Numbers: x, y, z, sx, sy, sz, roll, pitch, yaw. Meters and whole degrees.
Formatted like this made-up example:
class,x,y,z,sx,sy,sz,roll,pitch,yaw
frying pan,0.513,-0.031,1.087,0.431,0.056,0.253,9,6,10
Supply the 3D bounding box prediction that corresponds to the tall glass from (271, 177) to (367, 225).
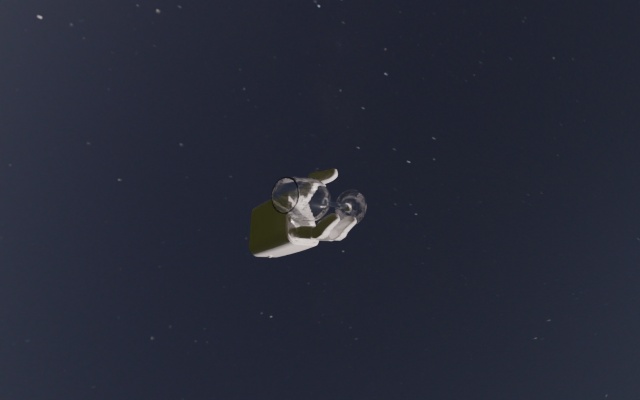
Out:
class,x,y,z,sx,sy,sz,roll,pitch,yaw
tall glass,0.001,0.003,0.873,0.079,0.079,0.201,0,-7,37
